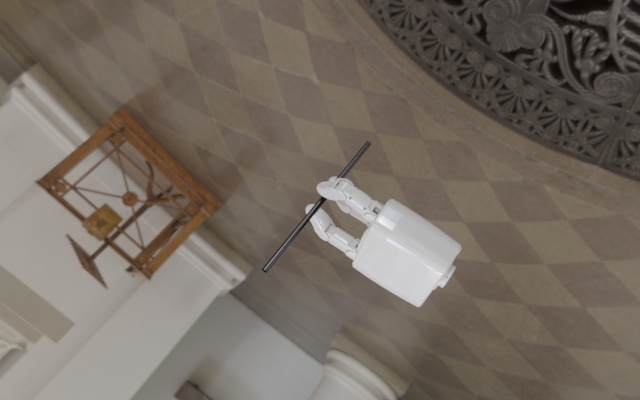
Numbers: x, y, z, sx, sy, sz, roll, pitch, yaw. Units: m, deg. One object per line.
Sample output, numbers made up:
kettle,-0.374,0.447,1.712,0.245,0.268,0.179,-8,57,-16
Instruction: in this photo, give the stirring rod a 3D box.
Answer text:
stirring rod,0.000,0.002,0.639,0.011,0.239,0.011,32,-25,17
